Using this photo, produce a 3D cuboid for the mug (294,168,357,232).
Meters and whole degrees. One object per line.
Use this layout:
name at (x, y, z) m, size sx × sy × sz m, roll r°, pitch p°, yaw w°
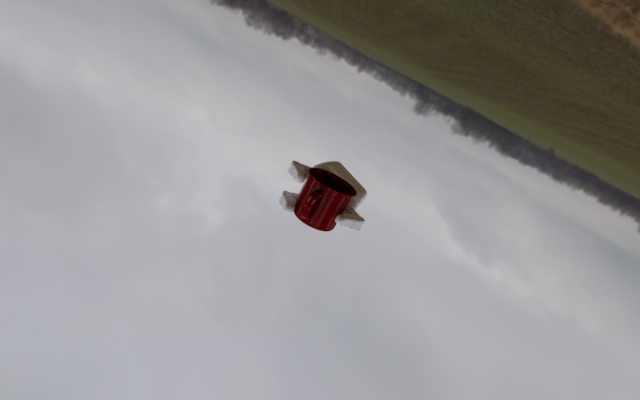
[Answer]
mug at (0.000, 0.003, 0.824) m, size 0.093 × 0.081 × 0.117 m, roll 32°, pitch 19°, yaw 11°
